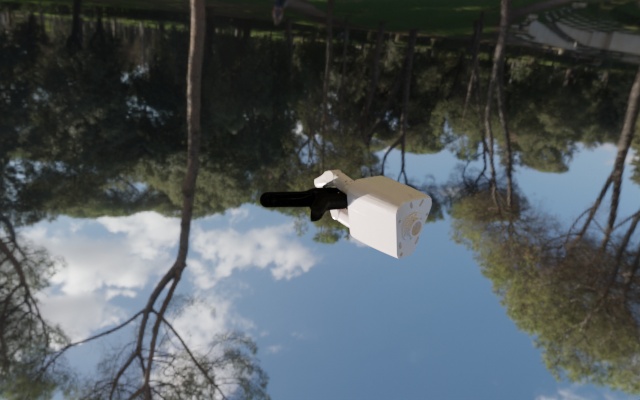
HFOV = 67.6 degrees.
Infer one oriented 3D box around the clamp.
[{"bbox_3d":[0.000,0.003,0.787,0.171,0.039,0.120,-10,26,-41],"label":"clamp"}]
